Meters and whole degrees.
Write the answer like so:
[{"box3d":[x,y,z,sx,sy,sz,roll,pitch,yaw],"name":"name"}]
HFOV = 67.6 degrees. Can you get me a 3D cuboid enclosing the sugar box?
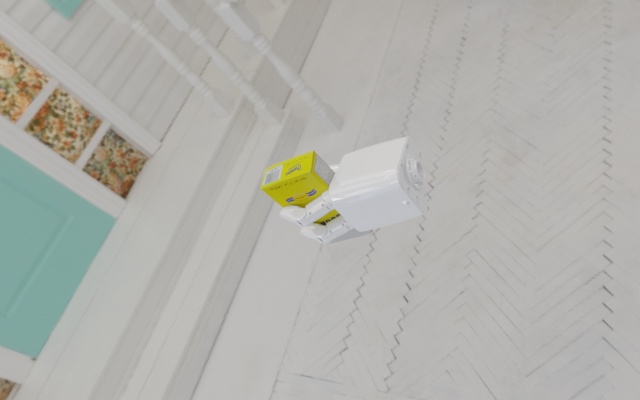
[{"box3d":[0.000,0.003,0.727,0.093,0.048,0.176,-17,-43,31],"name":"sugar box"}]
